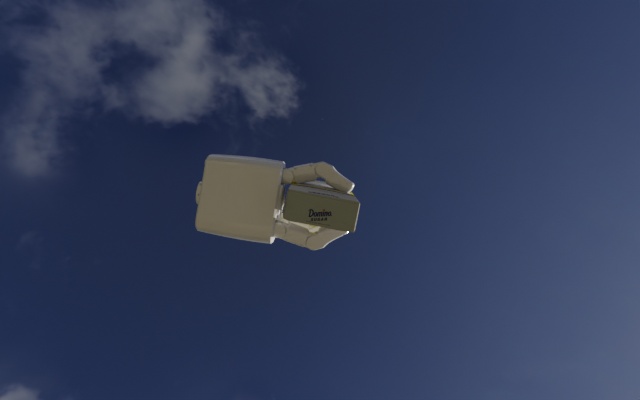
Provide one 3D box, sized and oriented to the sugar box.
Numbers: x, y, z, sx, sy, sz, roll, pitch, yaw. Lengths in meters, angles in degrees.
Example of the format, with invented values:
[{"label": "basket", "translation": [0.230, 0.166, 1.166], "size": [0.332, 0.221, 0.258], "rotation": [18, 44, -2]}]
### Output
[{"label": "sugar box", "translation": [0.000, 0.003, 0.670], "size": [0.093, 0.048, 0.176], "rotation": [11, 10, -1]}]
